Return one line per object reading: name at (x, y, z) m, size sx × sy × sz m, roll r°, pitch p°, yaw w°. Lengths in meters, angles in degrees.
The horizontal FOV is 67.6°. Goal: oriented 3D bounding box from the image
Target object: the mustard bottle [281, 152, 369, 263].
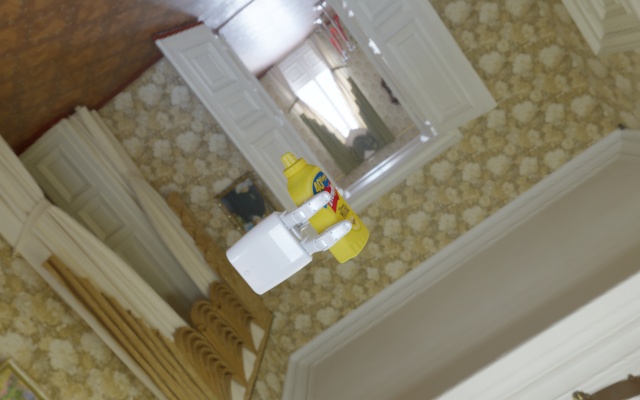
mustard bottle at (0.001, 0.003, 0.771) m, size 0.058 × 0.191 × 0.096 m, roll -32°, pitch 11°, yaw 29°
